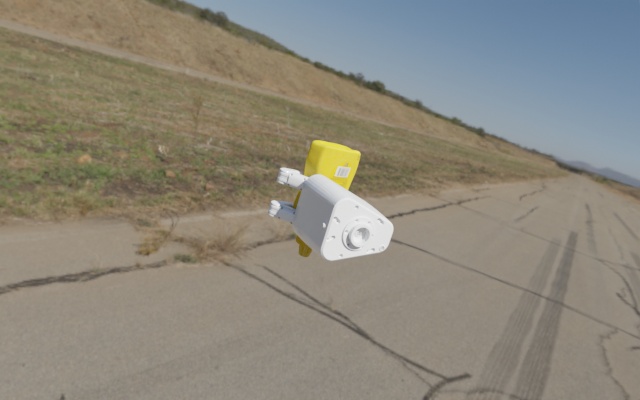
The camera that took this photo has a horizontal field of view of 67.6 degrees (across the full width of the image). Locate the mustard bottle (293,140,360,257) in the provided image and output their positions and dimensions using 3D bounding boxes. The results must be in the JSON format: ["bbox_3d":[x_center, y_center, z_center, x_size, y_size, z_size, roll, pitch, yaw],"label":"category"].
[{"bbox_3d":[0.000,0.002,0.778,0.058,0.192,0.096,26,15,37],"label":"mustard bottle"}]
